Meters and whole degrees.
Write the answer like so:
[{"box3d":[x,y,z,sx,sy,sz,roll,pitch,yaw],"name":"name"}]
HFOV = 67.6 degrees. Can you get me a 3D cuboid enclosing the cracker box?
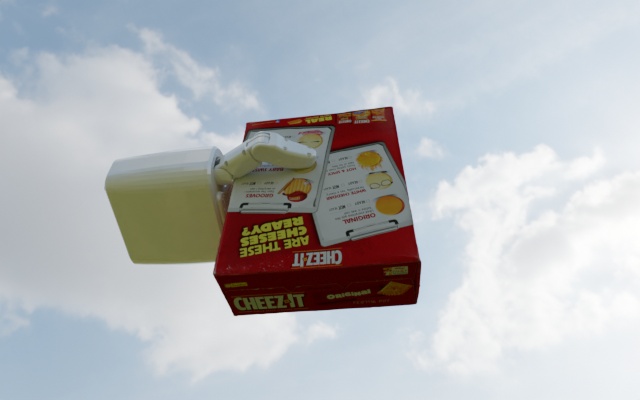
[{"box3d":[0.000,0.001,0.463,0.164,0.072,0.213,-5,44,6],"name":"cracker box"}]
